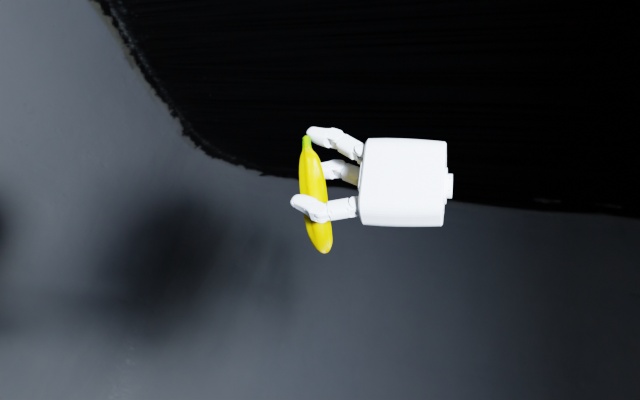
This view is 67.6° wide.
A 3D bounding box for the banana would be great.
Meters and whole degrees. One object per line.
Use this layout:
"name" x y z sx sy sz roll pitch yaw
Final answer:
"banana" -0.004 0.008 0.705 0.037 0.198 0.069 0 27 13
